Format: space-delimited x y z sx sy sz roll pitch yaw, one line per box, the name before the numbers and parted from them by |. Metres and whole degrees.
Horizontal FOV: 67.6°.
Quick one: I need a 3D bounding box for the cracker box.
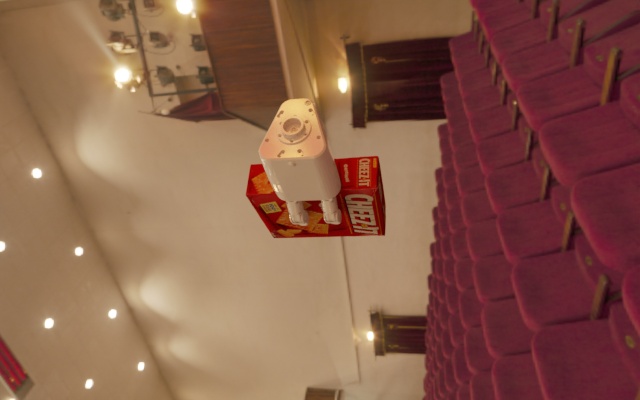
cracker box | 0.000 0.003 0.821 0.214 0.072 0.164 -2 -31 12
